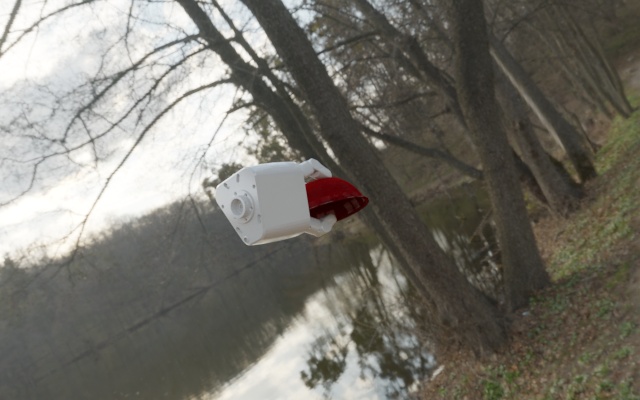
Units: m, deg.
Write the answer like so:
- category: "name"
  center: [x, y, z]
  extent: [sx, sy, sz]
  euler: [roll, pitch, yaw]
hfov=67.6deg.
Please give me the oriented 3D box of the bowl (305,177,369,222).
- category: "bowl"
  center: [0.001, 0.002, 0.833]
  extent: [0.162, 0.055, 0.162]
  euler: [-17, -15, -5]
